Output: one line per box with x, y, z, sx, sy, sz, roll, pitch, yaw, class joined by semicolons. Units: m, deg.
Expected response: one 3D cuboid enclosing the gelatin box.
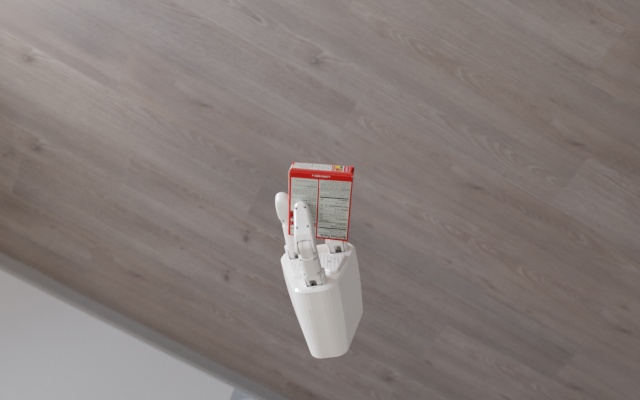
0.000;0.002;0.562;0.073;0.089;0.030;5;28;4;gelatin box
